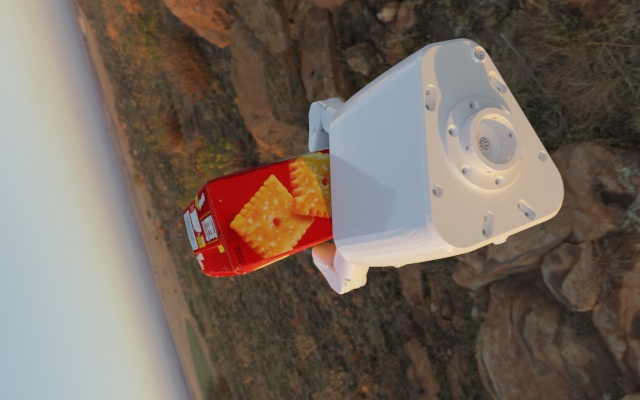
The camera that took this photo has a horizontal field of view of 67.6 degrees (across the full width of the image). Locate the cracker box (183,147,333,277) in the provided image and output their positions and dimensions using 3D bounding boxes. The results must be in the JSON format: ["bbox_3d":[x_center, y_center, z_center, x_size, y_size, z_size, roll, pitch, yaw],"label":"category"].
[{"bbox_3d":[0.000,0.001,0.416,0.213,0.072,0.164,-17,-2,-23],"label":"cracker box"}]
